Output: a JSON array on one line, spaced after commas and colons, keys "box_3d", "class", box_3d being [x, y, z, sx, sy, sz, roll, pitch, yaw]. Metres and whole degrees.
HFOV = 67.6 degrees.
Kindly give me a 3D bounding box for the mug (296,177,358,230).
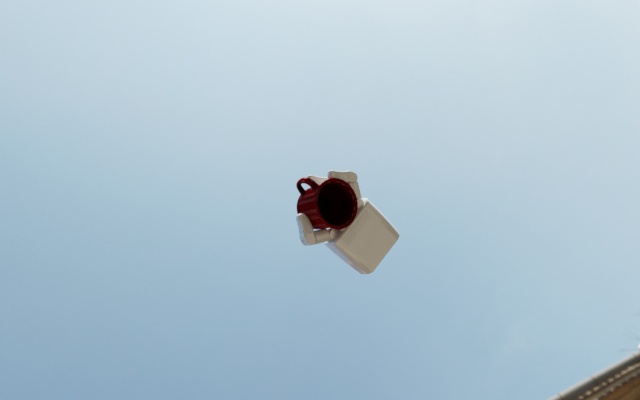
[{"box_3d": [-0.001, 0.002, 0.882, 0.117, 0.093, 0.081, 44, -28, -20], "class": "mug"}]
